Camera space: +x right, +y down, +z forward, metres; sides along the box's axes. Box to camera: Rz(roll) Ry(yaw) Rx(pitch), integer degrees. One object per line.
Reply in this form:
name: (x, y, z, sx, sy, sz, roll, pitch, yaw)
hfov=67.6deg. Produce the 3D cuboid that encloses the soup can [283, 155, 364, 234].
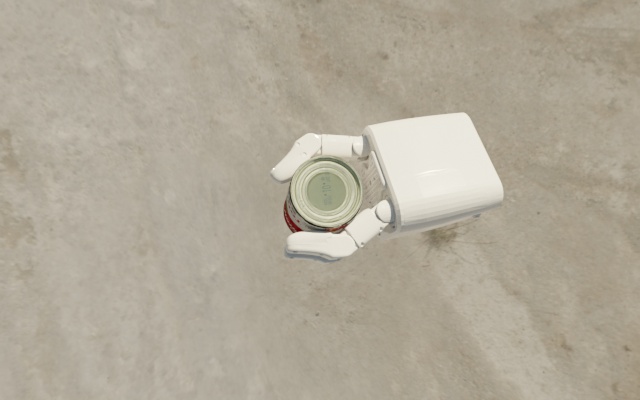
soup can: (0.000, 0.001, 0.464, 0.068, 0.068, 0.102, 0, -11, -7)
